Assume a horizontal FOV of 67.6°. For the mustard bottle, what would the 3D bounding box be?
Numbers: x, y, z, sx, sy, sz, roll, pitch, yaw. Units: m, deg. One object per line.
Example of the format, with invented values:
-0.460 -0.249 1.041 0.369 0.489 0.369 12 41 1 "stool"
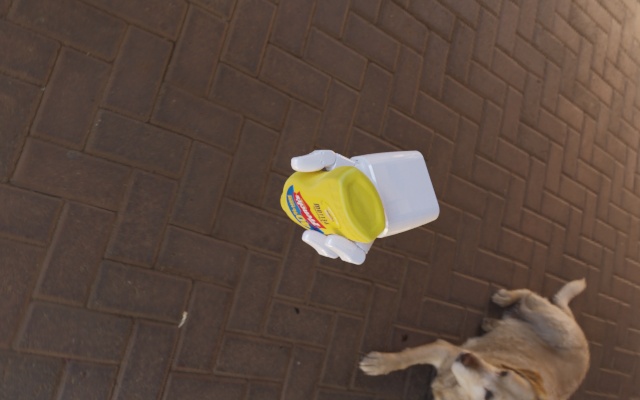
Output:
0.000 0.002 0.644 0.058 0.096 0.191 -40 22 -25 "mustard bottle"
